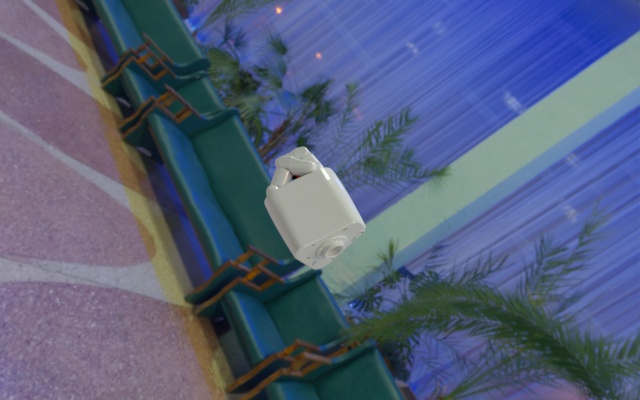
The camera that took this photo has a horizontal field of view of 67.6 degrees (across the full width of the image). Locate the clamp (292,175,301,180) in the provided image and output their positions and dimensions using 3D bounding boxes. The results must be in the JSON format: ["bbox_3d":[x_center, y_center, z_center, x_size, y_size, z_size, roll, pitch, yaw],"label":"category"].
[{"bbox_3d":[0.001,0.002,0.810,0.039,0.120,0.171,-35,-32,8],"label":"clamp"}]
